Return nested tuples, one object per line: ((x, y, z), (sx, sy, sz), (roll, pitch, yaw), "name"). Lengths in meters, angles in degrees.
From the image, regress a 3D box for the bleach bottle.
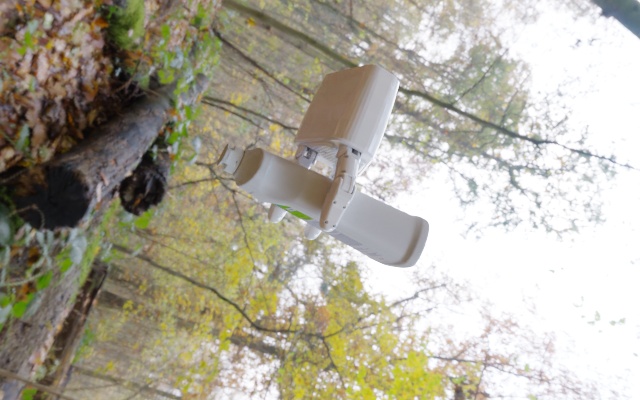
((0.000, 0.002, 0.564), (0.251, 0.068, 0.102), (27, -14, -19), "bleach bottle")
